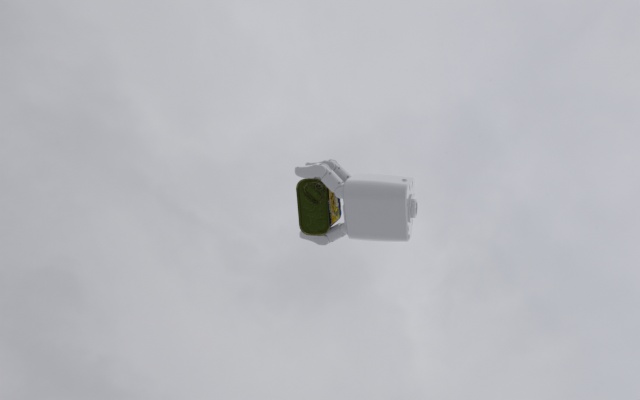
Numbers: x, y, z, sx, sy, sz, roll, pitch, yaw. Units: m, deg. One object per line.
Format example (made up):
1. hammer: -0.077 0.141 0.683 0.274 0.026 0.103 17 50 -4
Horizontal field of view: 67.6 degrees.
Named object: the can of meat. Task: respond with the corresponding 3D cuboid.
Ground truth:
1. can of meat: 0.000 0.003 0.861 0.057 0.102 0.084 0 13 20
